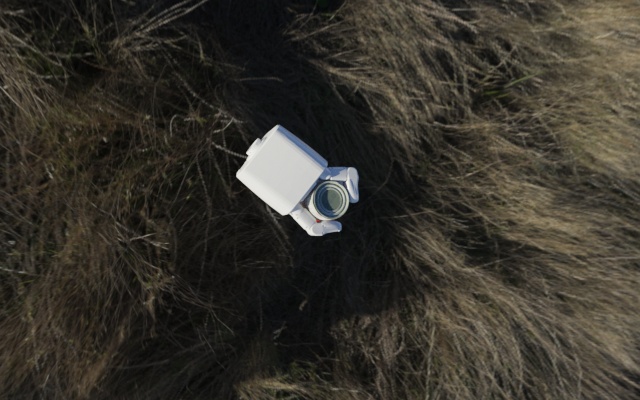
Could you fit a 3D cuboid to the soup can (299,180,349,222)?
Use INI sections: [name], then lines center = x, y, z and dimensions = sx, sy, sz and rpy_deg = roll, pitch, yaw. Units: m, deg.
[soup can]
center = 0.001, 0.003, 0.839
dimensions = 0.068, 0.068, 0.102
rpy_deg = 0, -5, -22
